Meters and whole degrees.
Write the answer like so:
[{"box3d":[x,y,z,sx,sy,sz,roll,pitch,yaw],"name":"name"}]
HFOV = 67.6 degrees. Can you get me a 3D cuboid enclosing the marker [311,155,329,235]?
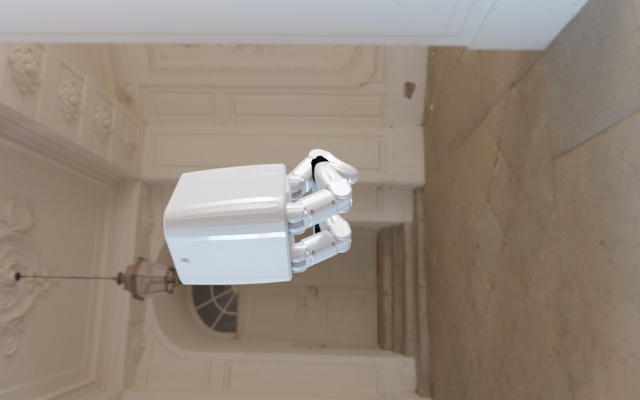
[{"box3d":[0.000,0.002,0.518,0.020,0.121,0.020,-1,43,1],"name":"marker"}]
